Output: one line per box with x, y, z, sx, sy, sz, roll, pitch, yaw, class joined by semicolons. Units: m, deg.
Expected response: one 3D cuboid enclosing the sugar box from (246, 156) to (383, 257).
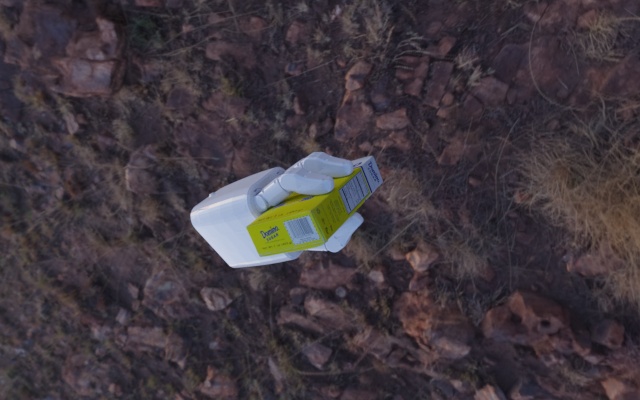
0.000;0.001;0.570;0.093;0.048;0.176;-14;19;32;sugar box
